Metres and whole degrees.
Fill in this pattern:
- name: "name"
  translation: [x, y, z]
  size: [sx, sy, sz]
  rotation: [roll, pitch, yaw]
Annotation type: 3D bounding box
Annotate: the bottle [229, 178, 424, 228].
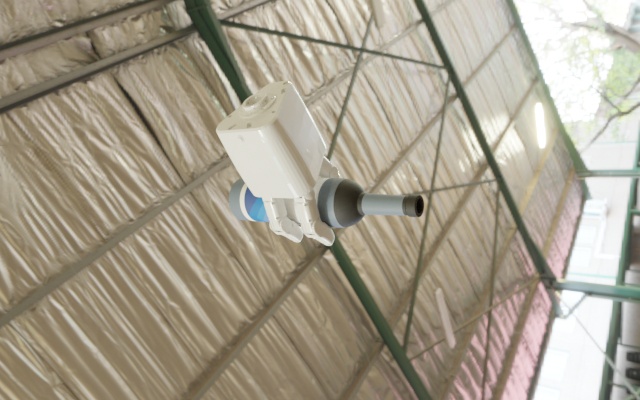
- name: "bottle"
  translation: [0.000, 0.002, 0.660]
  size: [0.295, 0.069, 0.069]
  rotation: [2, 1, 36]
